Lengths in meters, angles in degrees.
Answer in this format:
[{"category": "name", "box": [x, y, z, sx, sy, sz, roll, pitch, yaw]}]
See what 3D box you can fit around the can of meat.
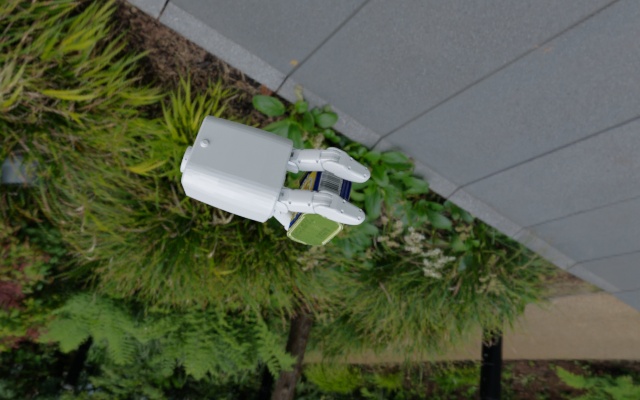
[{"category": "can of meat", "box": [0.000, 0.002, 0.600, 0.057, 0.084, 0.102, 20, -28, -12]}]
